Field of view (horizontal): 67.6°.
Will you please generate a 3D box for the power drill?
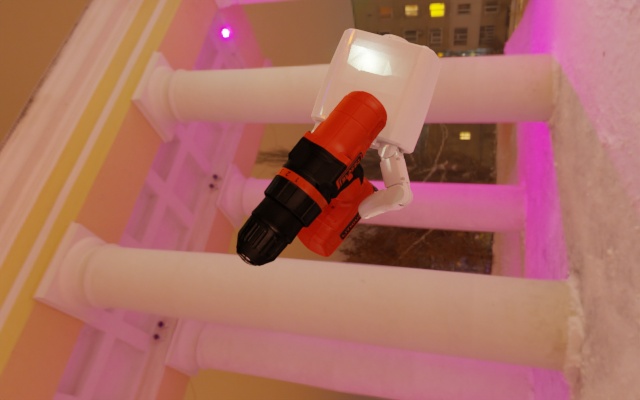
[{"bbox_3d":[0.000,0.001,0.482,0.057,0.184,0.188,37,-10,15],"label":"power drill"}]
